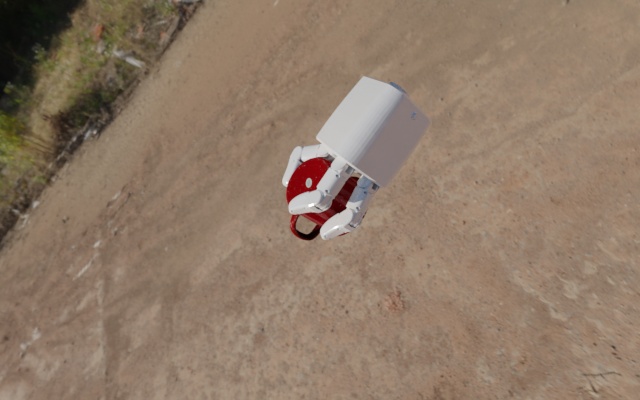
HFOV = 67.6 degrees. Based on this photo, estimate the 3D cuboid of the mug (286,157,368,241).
[{"bbox_3d":[-0.001,0.003,0.659,0.081,0.117,0.093,31,8,-41],"label":"mug"}]
